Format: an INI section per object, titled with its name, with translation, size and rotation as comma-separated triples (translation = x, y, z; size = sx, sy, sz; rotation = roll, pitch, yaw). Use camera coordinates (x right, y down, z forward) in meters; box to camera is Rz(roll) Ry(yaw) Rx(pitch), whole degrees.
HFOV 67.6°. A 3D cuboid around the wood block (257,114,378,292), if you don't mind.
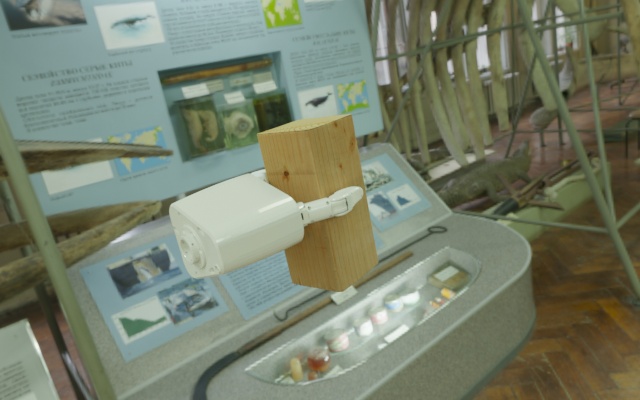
[wood block]
translation = 0.000, 0.002, 0.620
size = 0.091, 0.206, 0.090
rotation = 2, 21, 40
